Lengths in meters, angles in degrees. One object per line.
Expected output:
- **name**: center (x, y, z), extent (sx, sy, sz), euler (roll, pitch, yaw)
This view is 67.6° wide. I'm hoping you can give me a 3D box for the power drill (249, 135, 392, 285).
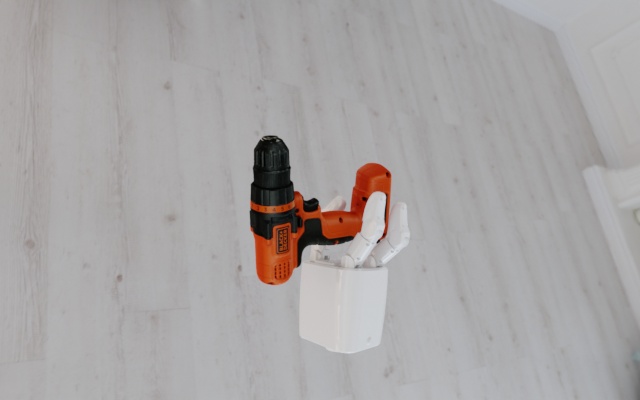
- **power drill**: center (0.001, 0.002, 0.598), extent (0.187, 0.184, 0.057), euler (-11, 26, -29)
